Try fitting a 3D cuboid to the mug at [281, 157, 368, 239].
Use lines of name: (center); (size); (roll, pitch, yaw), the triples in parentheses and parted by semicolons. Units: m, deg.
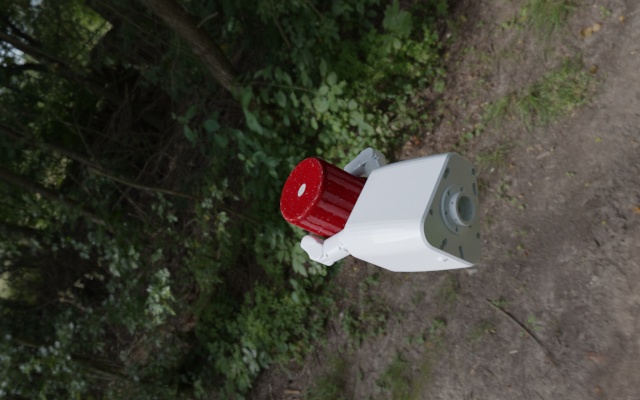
mug: (-0.001, 0.002, 0.572); (0.081, 0.093, 0.117); (25, -23, -33)
